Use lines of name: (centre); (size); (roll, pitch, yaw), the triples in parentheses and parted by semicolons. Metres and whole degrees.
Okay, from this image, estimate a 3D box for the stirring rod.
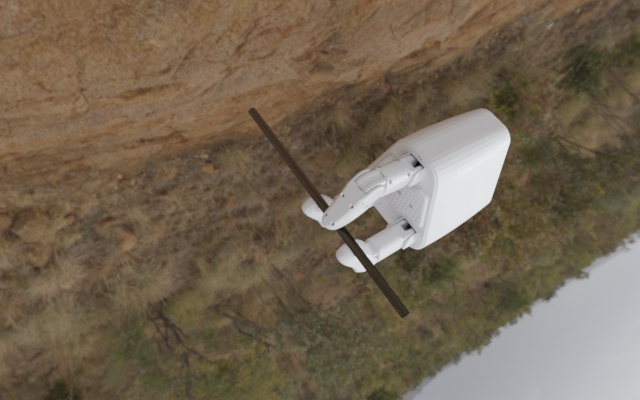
stirring rod: (0.000, 0.001, 0.421); (0.011, 0.239, 0.011); (-31, -23, -15)
